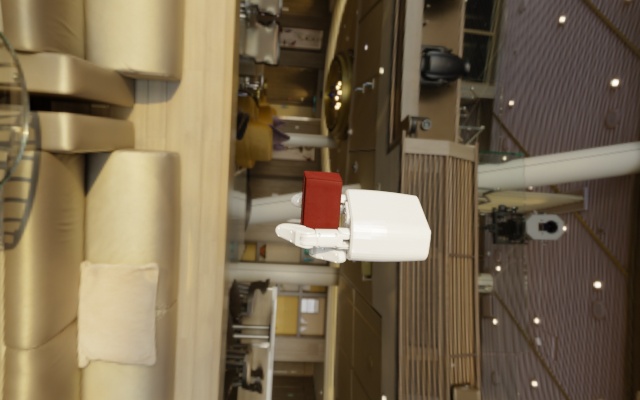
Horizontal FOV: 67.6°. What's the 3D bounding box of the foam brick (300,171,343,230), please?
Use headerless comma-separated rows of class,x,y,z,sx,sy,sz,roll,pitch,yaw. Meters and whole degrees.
foam brick,0.000,0.002,0.654,0.051,0.078,0.053,3,16,-3
